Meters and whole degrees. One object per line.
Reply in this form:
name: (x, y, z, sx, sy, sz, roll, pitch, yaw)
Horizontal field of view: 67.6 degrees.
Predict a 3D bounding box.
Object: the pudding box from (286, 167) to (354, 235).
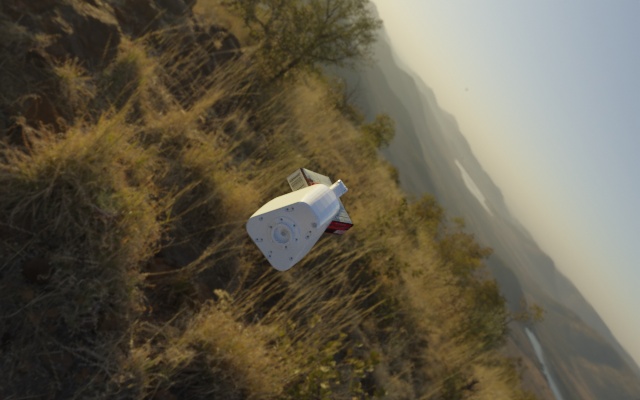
pudding box: (0.000, 0.003, 0.823, 0.039, 0.113, 0.090, -36, -26, 23)
